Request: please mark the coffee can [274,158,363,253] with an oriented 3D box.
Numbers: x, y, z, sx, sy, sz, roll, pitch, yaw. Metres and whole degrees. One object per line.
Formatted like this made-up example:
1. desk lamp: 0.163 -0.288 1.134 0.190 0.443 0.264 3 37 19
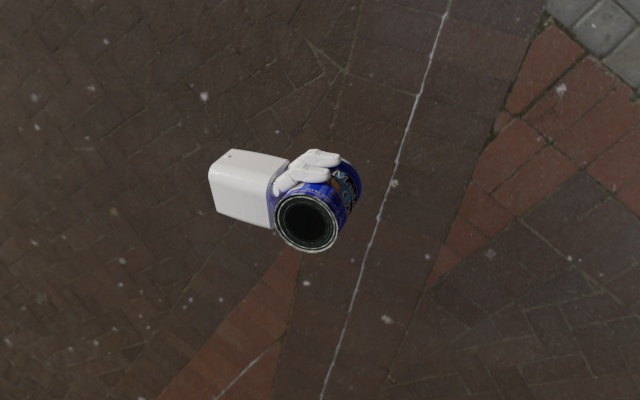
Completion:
1. coffee can: 0.000 0.003 0.761 0.103 0.103 0.140 0 28 22
